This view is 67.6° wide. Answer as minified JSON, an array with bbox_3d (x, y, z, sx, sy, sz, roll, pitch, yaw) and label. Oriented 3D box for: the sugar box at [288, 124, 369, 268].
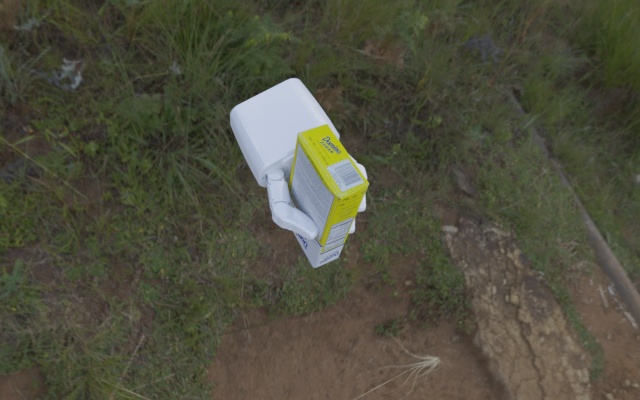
[{"bbox_3d":[0.001,0.002,0.578,0.048,0.093,0.176,-22,-25,-20],"label":"sugar box"}]
